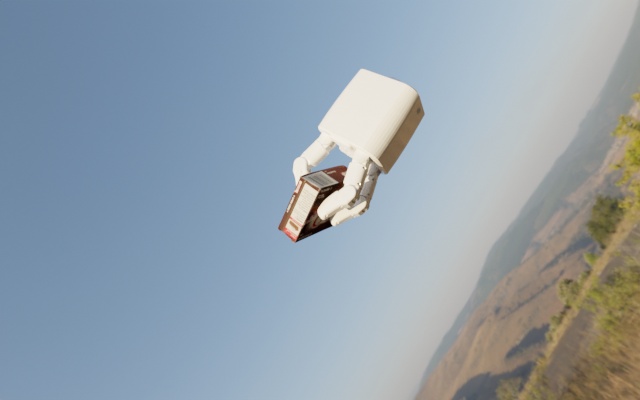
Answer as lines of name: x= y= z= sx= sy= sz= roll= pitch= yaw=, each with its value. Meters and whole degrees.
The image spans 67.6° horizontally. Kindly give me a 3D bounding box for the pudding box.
pudding box: x=0.000 y=0.002 z=0.666 sx=0.039 sy=0.090 sz=0.113 roll=37 pitch=28 yaw=24
